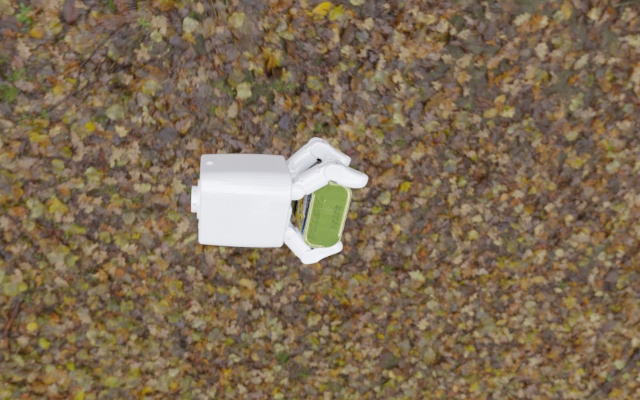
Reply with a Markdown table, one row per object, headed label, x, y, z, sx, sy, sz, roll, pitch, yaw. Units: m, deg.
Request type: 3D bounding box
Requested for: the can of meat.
| label | x | y | z | sx | sy | sz | roll | pitch | yaw |
| --- | --- | --- | --- | --- | --- | --- | --- | --- | --- |
| can of meat | 0.000 | 0.002 | 0.640 | 0.057 | 0.102 | 0.084 | 5 | 24 | -15 |
